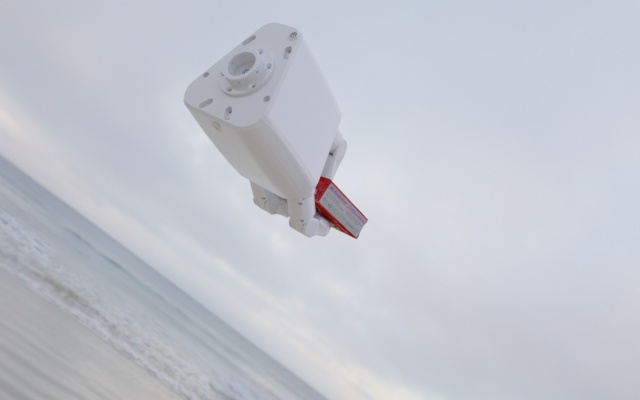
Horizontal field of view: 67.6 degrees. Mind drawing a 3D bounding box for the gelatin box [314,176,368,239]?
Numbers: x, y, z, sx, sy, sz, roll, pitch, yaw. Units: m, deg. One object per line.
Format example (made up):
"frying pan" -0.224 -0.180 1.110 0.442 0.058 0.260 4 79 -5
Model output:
"gelatin box" 0.000 0.001 0.523 0.073 0.030 0.089 22 -14 43
